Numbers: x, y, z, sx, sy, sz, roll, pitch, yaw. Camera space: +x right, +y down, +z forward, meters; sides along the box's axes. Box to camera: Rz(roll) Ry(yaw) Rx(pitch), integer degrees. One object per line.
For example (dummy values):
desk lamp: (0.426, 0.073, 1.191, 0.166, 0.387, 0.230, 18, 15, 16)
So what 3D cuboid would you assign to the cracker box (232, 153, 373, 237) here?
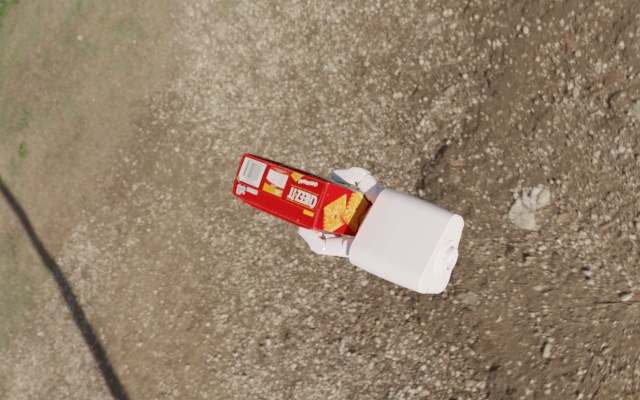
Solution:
cracker box: (0.000, 0.002, 0.717, 0.164, 0.072, 0.214, 21, 3, 36)
